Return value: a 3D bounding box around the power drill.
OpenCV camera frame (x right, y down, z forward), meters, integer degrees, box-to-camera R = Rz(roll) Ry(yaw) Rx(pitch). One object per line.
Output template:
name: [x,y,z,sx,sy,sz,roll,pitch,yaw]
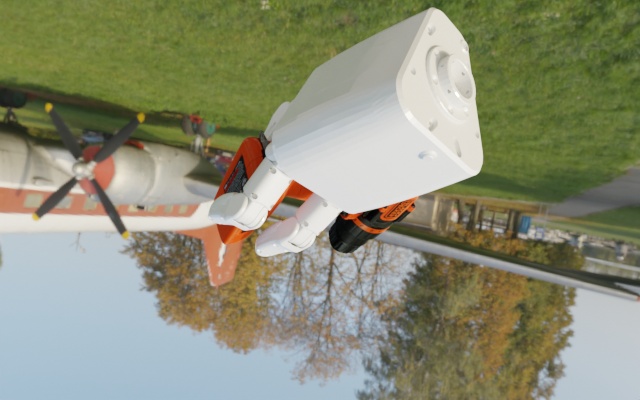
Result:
power drill: [0.000,0.001,0.454,0.187,0.057,0.184,-2,-33,-31]
